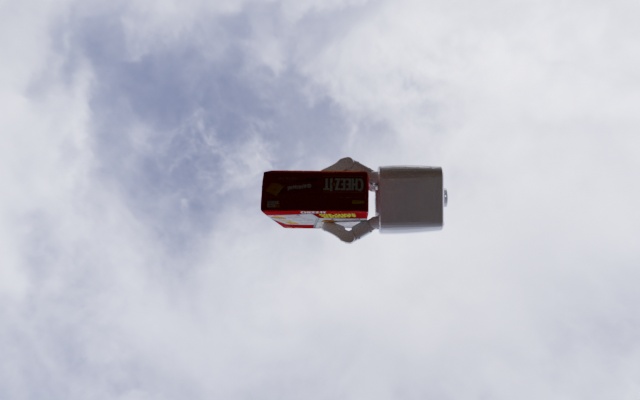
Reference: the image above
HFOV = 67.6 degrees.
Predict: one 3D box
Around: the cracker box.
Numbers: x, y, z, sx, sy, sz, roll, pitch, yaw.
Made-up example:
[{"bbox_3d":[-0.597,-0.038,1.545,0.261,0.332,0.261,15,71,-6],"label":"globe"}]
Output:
[{"bbox_3d":[0.000,0.003,0.818,0.164,0.072,0.214,0,-10,5],"label":"cracker box"}]
